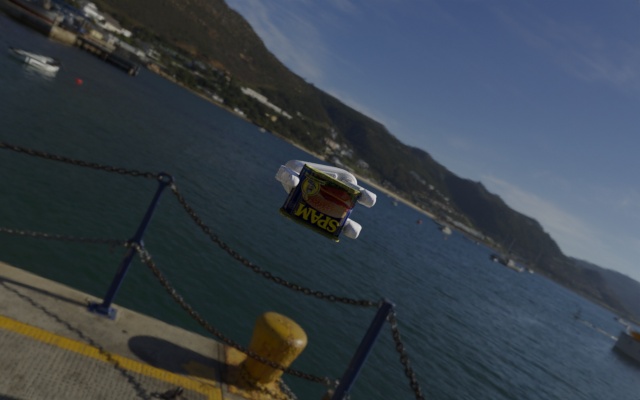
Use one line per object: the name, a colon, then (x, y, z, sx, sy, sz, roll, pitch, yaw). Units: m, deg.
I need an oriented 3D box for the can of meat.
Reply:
can of meat: (0.000, 0.002, 0.730, 0.102, 0.084, 0.057, 27, 4, -14)
